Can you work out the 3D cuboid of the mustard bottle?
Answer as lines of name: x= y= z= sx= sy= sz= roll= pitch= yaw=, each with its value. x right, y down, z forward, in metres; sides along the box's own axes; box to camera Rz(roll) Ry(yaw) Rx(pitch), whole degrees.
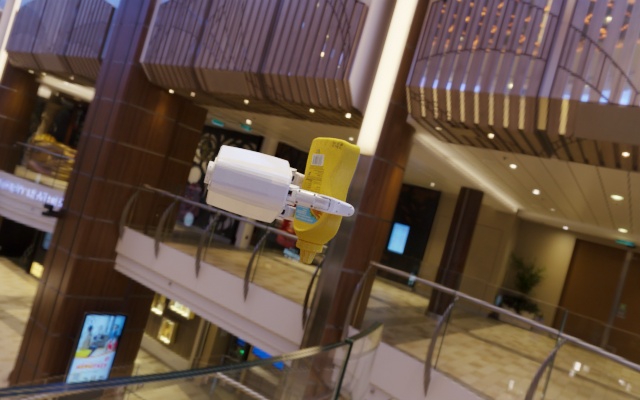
mustard bottle: x=0.000 y=0.002 z=0.733 sx=0.058 sy=0.191 sz=0.096 roll=16 pitch=-1 yaw=-35
